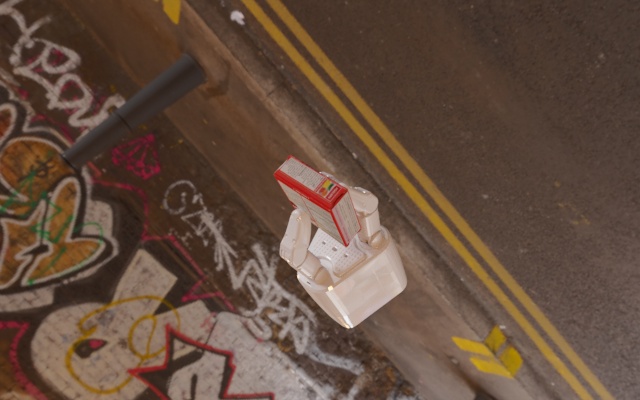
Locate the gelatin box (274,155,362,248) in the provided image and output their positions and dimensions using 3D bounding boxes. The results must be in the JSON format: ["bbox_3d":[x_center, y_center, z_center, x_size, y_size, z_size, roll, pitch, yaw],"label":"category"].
[{"bbox_3d":[0.000,0.002,0.480,0.073,0.030,0.089,33,-15,28],"label":"gelatin box"}]
